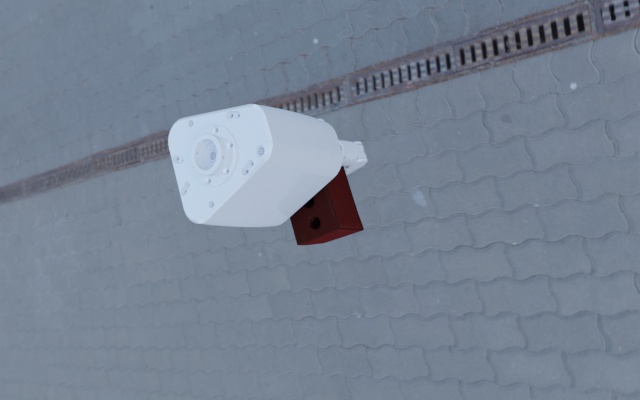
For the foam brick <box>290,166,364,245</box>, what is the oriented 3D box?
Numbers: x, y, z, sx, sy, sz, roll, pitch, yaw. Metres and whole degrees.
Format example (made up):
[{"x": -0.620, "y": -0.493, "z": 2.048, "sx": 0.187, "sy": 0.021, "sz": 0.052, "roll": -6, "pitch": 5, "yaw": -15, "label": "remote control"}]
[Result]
[{"x": 0.000, "y": 0.002, "z": 0.481, "sx": 0.053, "sy": 0.078, "sz": 0.051, "roll": -23, "pitch": -13, "yaw": 28, "label": "foam brick"}]
